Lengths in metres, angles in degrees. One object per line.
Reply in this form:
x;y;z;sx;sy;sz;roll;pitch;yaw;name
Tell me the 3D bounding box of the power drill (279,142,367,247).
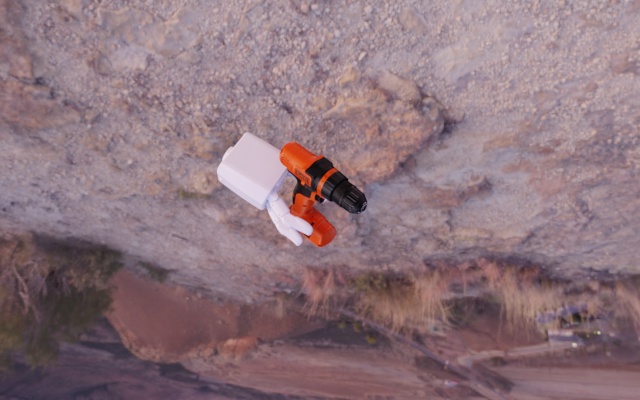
0.000;0.003;0.863;0.184;0.188;0.057;39;57;23;power drill
